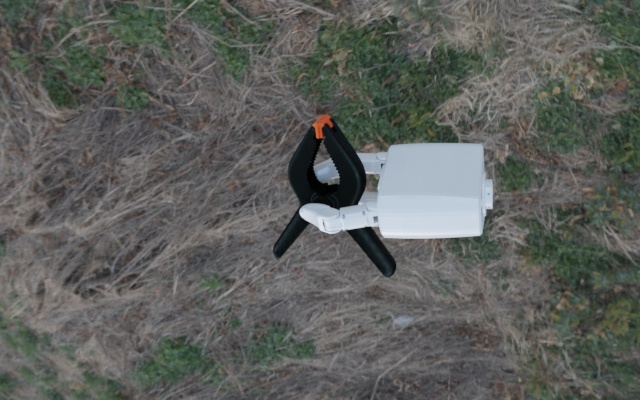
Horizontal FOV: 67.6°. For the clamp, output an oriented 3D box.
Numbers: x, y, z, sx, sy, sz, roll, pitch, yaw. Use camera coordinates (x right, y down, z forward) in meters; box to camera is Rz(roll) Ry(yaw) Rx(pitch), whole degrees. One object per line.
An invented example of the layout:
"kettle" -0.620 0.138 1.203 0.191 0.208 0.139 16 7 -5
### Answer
"clamp" 0.000 0.002 0.577 0.164 0.210 0.036 -1 29 21
